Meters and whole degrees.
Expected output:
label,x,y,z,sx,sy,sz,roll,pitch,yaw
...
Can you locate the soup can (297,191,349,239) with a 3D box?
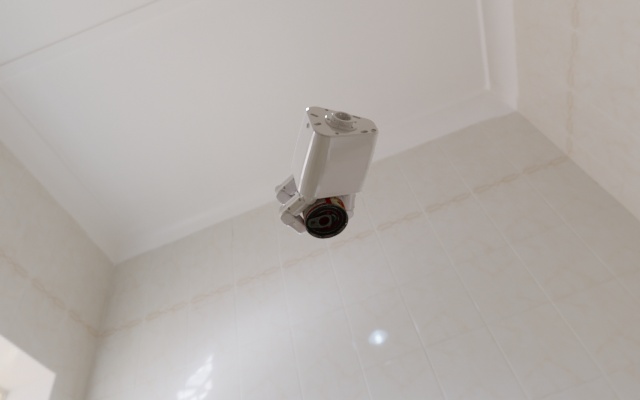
label,x,y,z,sx,sy,sz,roll,pitch,yaw
soup can,0.000,0.003,0.766,0.068,0.068,0.102,0,37,-14
